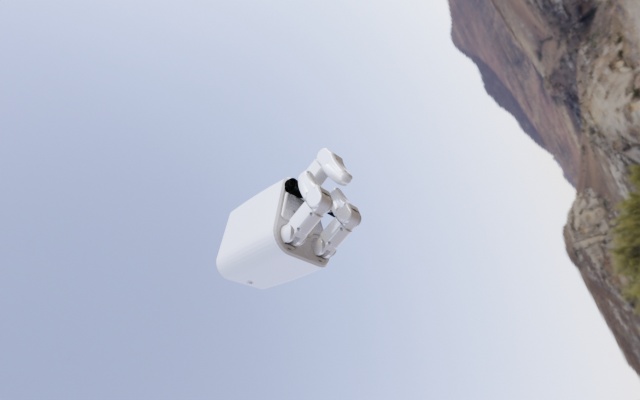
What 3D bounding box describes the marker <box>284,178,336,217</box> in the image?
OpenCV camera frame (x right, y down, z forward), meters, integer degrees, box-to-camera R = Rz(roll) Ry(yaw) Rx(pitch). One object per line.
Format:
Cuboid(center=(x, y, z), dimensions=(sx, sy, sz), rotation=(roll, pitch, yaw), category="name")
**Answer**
Cuboid(center=(0.000, 0.002, 0.586), dimensions=(0.020, 0.020, 0.121), rotation=(0, -21, 43), category="marker")
